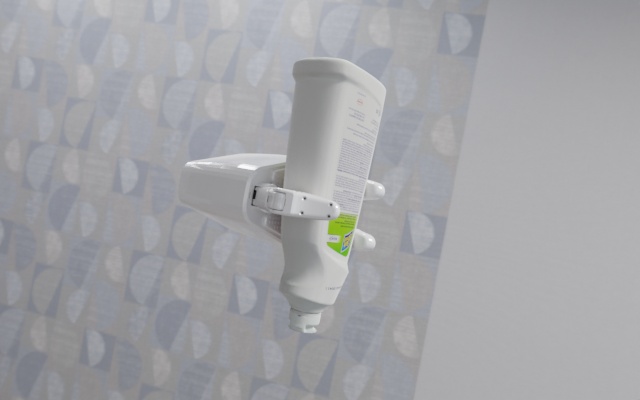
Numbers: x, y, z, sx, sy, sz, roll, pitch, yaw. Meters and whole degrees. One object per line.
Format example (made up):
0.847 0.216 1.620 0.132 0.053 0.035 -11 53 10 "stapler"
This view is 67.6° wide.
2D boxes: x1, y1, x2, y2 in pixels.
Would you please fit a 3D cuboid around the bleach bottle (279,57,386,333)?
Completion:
0.000 0.001 0.461 0.068 0.251 0.102 10 0 35 "bleach bottle"
